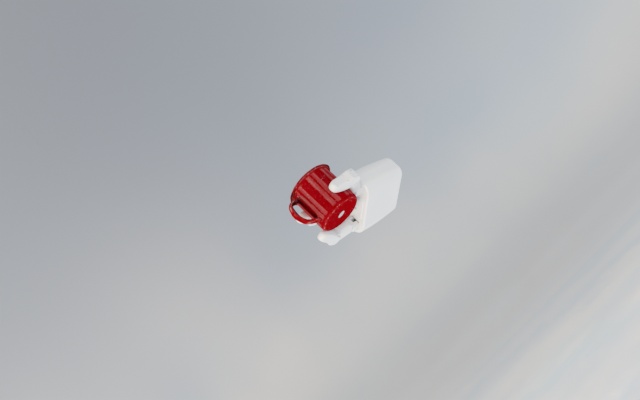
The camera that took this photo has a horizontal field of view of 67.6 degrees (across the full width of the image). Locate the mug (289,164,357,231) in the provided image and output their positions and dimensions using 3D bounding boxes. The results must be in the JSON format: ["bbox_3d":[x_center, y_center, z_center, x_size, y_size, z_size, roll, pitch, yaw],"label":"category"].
[{"bbox_3d":[-0.001,0.003,0.816,0.117,0.093,0.081,-29,62,-35],"label":"mug"}]
